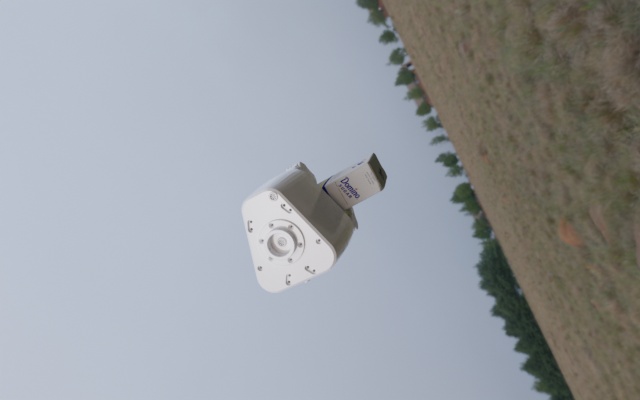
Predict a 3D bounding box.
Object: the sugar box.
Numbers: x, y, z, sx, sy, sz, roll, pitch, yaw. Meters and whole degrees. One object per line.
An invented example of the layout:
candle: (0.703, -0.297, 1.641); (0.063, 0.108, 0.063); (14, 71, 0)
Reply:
sugar box: (0.000, 0.003, 0.625); (0.176, 0.048, 0.093); (-26, 7, 16)
